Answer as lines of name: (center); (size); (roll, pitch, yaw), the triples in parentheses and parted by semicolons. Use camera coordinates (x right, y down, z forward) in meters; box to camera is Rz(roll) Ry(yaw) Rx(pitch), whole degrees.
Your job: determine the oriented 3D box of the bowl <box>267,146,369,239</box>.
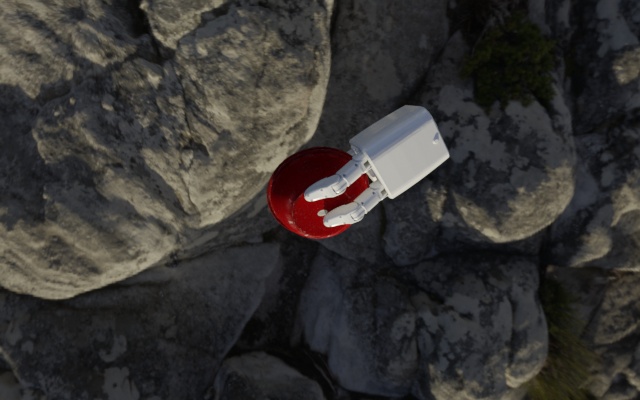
bowl: (-0.001, 0.003, 0.724); (0.162, 0.162, 0.055); (0, 32, -9)
